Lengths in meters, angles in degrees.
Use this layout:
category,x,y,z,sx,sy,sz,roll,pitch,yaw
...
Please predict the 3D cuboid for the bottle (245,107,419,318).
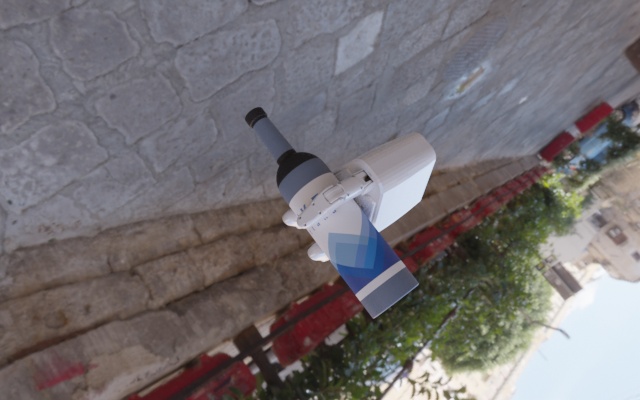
category,x,y,z,sx,sy,sz,roll,pitch,yaw
bottle,0.000,0.002,0.581,0.069,0.295,0.069,-35,-14,-10
